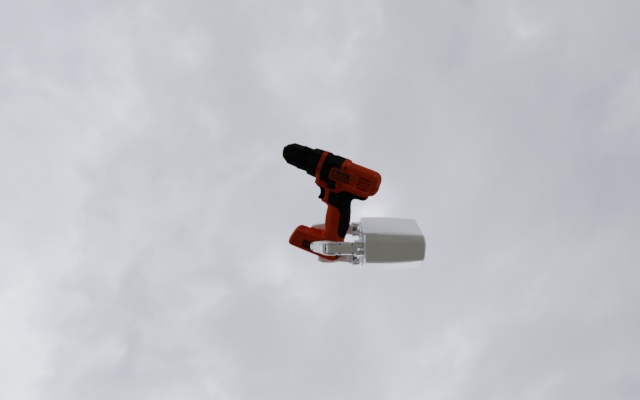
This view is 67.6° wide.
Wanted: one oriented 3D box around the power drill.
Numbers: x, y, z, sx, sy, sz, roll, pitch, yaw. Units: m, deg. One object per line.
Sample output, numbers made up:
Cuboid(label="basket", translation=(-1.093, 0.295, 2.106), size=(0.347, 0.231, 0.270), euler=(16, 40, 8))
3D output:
Cuboid(label="power drill", translation=(0.000, 0.003, 0.863), size=(0.184, 0.188, 0.057), euler=(22, 25, 13))
